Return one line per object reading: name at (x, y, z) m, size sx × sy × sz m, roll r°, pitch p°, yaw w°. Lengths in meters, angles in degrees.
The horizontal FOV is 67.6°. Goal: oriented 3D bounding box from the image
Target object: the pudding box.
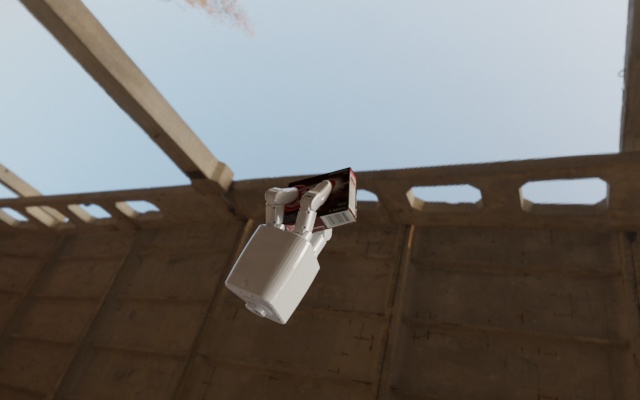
pudding box at (0.000, 0.003, 0.745) m, size 0.113 × 0.090 × 0.039 m, roll -13°, pitch -43°, yaw 19°
